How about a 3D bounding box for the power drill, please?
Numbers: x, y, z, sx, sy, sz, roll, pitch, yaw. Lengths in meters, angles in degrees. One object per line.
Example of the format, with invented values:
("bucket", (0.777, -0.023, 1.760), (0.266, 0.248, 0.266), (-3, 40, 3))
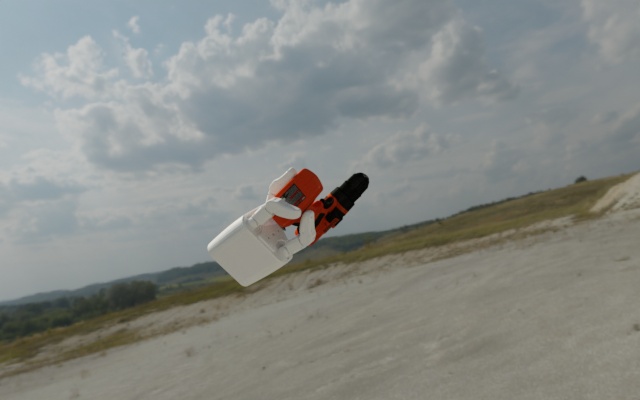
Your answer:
("power drill", (0.000, 0.003, 0.873), (0.057, 0.184, 0.188), (47, 7, 25))
